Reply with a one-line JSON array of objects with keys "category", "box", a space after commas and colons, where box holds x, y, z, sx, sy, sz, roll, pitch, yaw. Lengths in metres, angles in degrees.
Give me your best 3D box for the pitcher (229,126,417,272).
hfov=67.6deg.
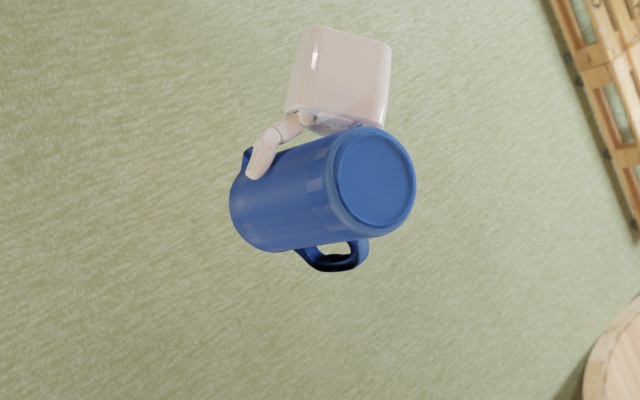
[{"category": "pitcher", "box": [0.000, 0.002, 0.553, 0.149, 0.145, 0.243, 17, -14, -27]}]
